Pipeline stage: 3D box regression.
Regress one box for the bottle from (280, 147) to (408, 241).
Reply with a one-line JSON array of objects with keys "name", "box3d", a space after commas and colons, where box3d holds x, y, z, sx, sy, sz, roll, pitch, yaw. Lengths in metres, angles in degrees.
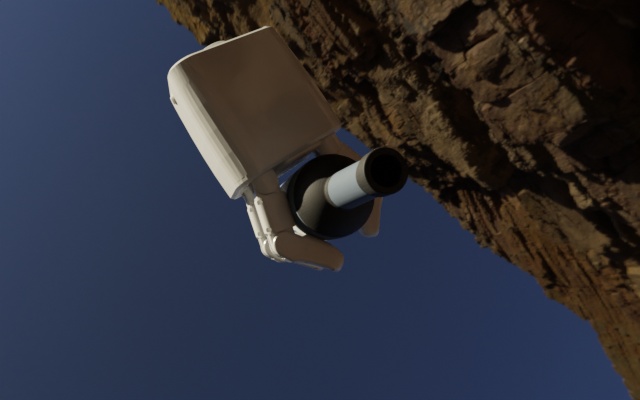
[{"name": "bottle", "box3d": [0.000, 0.001, 0.408, 0.069, 0.069, 0.296, 0, -7, -15]}]
